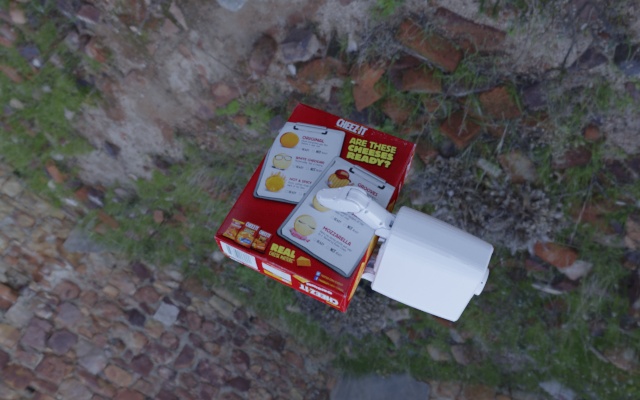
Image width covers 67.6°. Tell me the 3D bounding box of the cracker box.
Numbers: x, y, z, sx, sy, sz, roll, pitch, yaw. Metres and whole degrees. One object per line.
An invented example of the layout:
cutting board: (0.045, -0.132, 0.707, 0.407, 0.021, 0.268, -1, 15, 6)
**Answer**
cracker box: (0.000, 0.002, 0.581, 0.164, 0.213, 0.072, 22, -26, 13)
